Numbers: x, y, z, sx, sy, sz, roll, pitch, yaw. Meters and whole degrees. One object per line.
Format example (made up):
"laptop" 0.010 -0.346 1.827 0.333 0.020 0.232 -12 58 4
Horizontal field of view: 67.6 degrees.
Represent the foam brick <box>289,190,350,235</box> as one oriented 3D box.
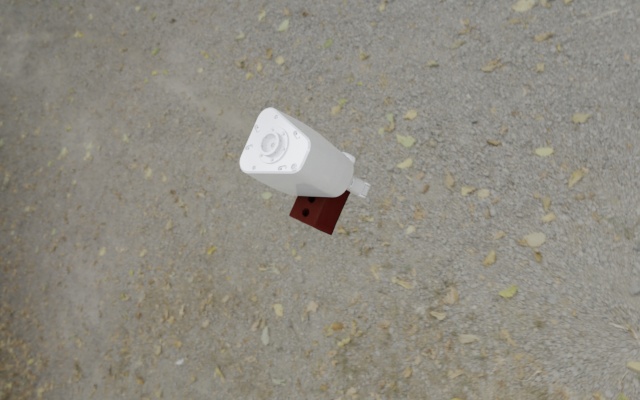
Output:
"foam brick" 0.000 0.003 0.701 0.053 0.078 0.051 23 0 35
